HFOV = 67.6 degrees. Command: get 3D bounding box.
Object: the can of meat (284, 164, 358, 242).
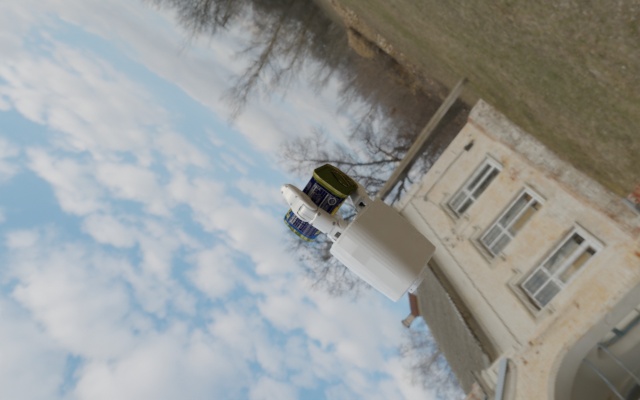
[{"bbox_3d":[0.000,0.002,0.662,0.057,0.084,0.102,37,18,5],"label":"can of meat"}]
